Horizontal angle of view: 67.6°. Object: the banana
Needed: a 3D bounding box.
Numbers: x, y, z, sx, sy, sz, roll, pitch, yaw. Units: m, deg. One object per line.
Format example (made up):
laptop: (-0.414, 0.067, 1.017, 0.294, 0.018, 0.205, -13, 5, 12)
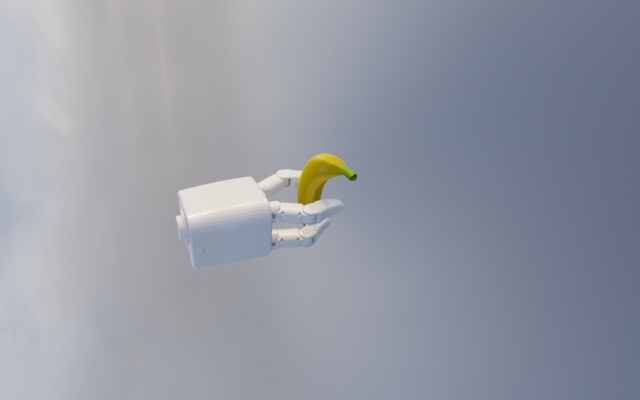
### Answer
banana: (-0.006, -0.016, 0.688, 0.037, 0.069, 0.198, -15, -18, -22)
